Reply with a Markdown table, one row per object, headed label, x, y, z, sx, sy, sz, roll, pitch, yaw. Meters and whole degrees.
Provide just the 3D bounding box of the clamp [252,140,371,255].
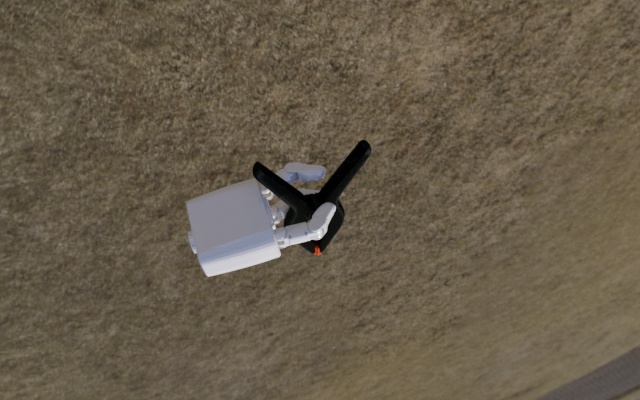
| label | x | y | z | sx | sy | sz | roll | pitch | yaw |
| --- | --- | --- | --- | --- | --- | --- | --- | --- | --- |
| clamp | 0.000 | 0.003 | 0.702 | 0.164 | 0.036 | 0.210 | -17 | -43 | -6 |
